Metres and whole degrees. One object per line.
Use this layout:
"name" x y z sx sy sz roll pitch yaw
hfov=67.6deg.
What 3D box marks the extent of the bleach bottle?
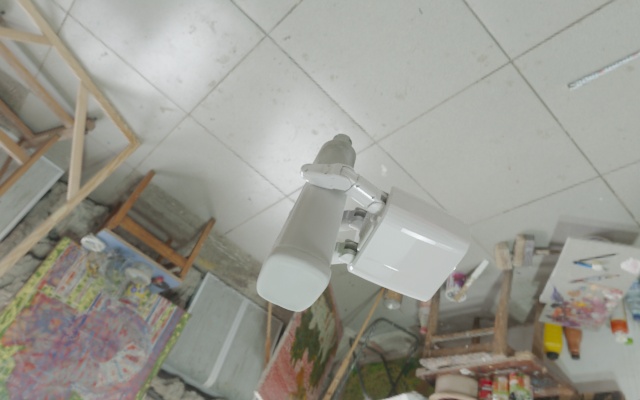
"bleach bottle" 0.000 0.002 0.574 0.068 0.250 0.103 25 -41 -5
